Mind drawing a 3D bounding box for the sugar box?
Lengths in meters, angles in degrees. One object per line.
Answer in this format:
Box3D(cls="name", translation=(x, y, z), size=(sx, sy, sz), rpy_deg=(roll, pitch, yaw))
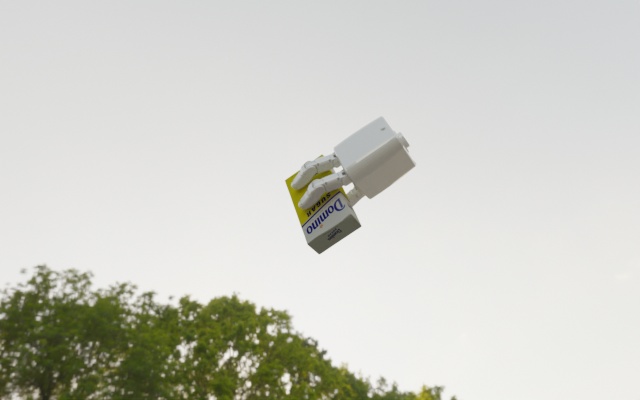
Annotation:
Box3D(cls="sugar box", translation=(0.000, 0.002, 0.858), size=(0.093, 0.176, 0.048), rpy_deg=(-35, -49, 11))
